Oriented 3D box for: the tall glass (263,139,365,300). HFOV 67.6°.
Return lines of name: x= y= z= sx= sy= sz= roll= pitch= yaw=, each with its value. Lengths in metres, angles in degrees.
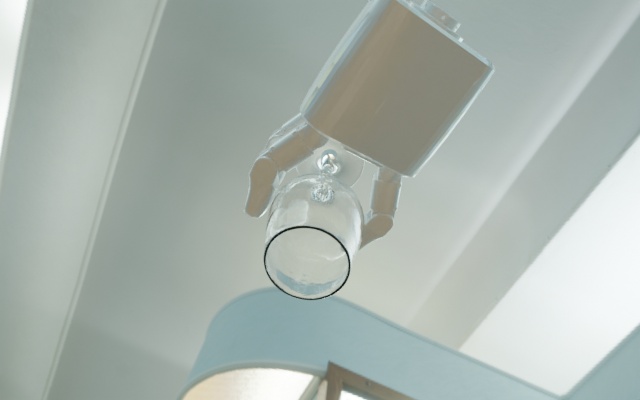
tall glass: x=0.000 y=0.001 z=0.420 sx=0.079 sy=0.079 sz=0.201 roll=0 pitch=26 yaw=6
